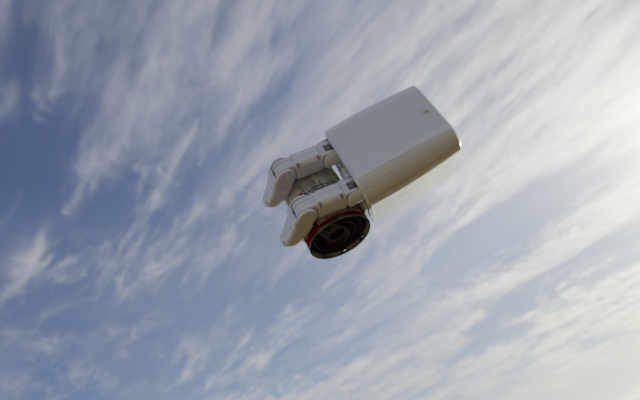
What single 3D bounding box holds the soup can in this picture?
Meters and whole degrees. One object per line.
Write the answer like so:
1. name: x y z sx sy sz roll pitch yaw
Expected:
1. soup can: 0.000 0.002 0.510 0.068 0.102 0.069 -19 -36 -14
